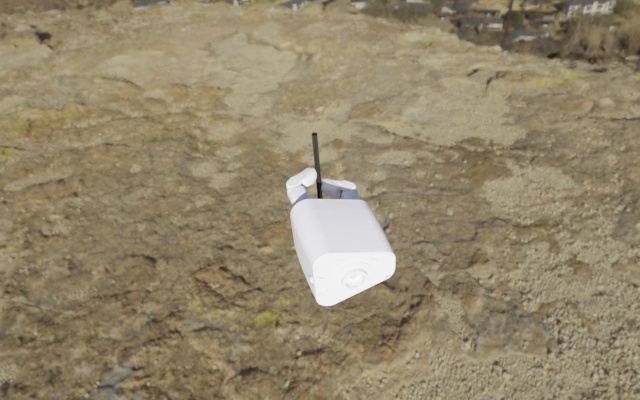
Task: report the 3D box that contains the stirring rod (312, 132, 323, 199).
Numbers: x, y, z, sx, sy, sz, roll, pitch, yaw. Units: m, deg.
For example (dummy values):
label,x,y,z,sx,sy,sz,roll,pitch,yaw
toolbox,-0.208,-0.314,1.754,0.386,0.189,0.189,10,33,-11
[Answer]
label,x,y,z,sx,sy,sz,roll,pitch,yaw
stirring rod,0.000,0.002,0.729,0.011,0.240,0.011,-3,39,3
